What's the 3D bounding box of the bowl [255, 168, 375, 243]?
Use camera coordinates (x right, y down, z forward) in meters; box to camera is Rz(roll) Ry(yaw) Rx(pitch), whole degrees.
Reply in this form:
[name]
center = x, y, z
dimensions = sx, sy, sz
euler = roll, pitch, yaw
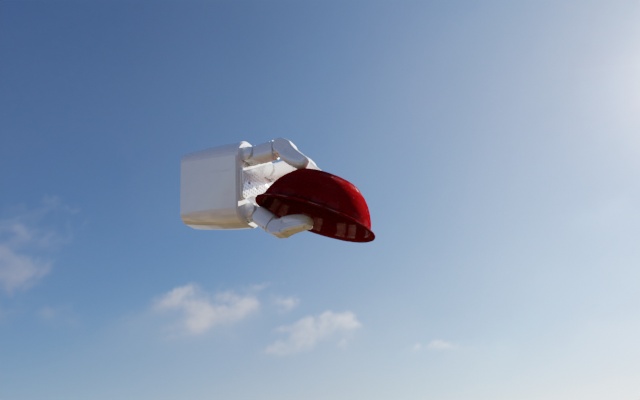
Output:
[bowl]
center = 0.001, 0.002, 0.619
dimensions = 0.162, 0.055, 0.162
euler = 18, -15, 5
